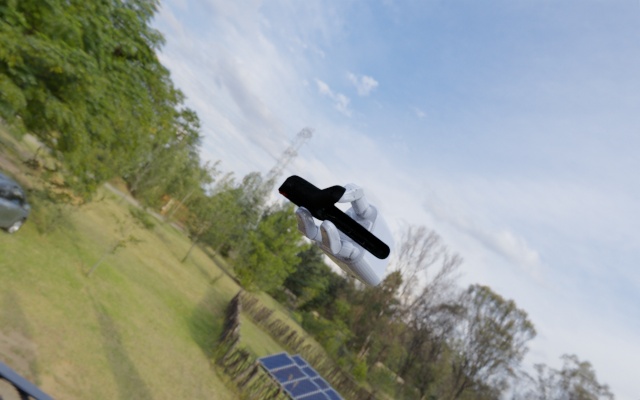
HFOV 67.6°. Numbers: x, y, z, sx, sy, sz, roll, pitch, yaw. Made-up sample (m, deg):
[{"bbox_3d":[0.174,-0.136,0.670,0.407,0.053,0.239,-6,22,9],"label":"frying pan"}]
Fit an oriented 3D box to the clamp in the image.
[{"bbox_3d":[0.000,0.002,0.716,0.210,0.036,0.165,29,-17,39],"label":"clamp"}]
